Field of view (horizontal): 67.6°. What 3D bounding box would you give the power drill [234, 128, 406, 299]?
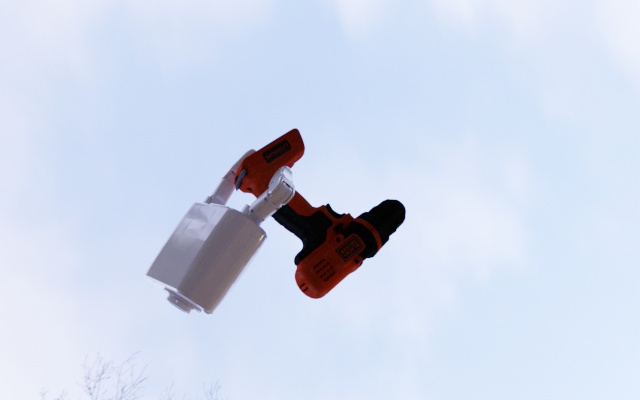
[{"bbox_3d":[0.000,0.002,0.592,0.184,0.187,0.057,-36,-9,-34],"label":"power drill"}]
